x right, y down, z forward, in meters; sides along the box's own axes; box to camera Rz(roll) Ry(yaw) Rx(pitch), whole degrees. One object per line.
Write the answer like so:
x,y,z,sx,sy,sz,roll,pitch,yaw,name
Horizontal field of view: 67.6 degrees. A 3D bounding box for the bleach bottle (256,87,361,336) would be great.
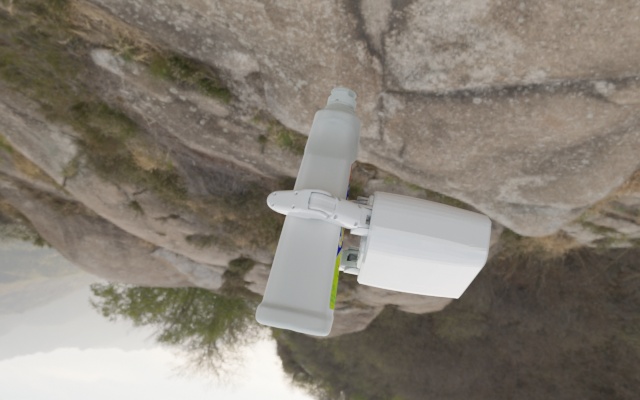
0.000,0.002,0.475,0.068,0.250,0.102,10,-14,6,bleach bottle
